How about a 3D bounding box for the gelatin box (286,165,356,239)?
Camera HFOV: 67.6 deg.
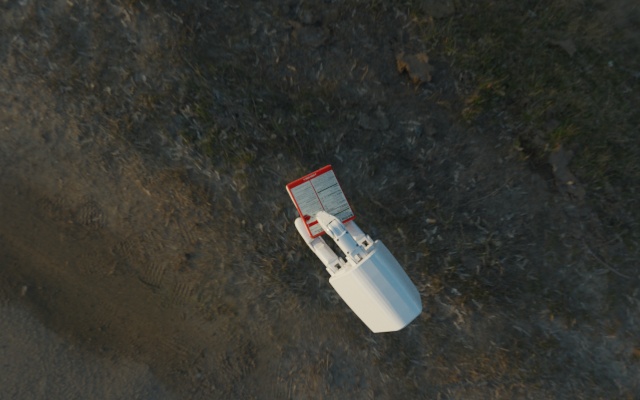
[{"bbox_3d":[0.000,0.002,0.710,0.073,0.089,0.030,-26,1,-6],"label":"gelatin box"}]
